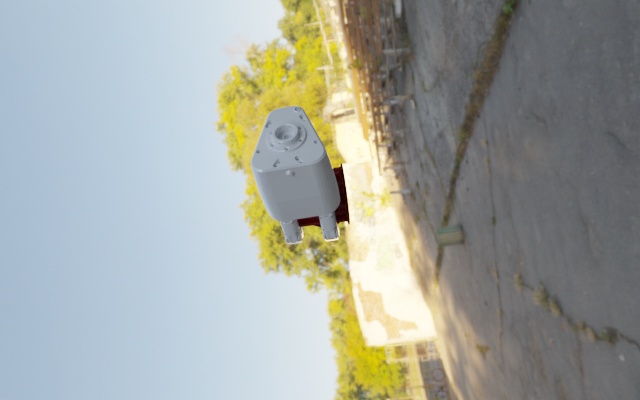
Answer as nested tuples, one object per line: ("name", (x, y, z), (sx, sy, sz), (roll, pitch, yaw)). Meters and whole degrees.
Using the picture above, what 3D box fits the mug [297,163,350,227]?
("mug", (0.000, 0.003, 0.727), (0.081, 0.093, 0.117), (-7, -37, 5))
